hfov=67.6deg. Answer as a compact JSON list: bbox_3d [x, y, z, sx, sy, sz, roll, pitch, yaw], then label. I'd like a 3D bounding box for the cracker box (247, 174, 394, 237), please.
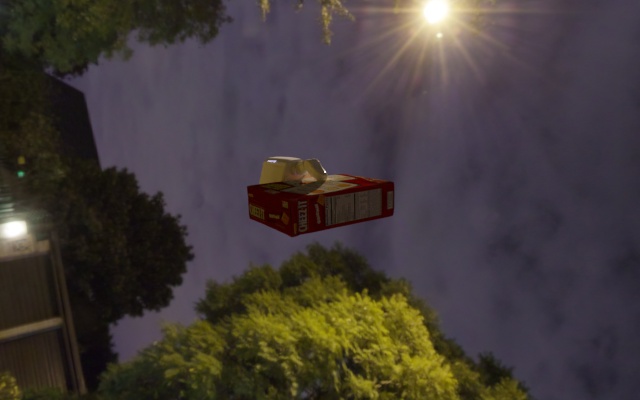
[{"bbox_3d":[0.000,0.003,0.858,0.213,0.072,0.164,-10,14,-32],"label":"cracker box"}]
